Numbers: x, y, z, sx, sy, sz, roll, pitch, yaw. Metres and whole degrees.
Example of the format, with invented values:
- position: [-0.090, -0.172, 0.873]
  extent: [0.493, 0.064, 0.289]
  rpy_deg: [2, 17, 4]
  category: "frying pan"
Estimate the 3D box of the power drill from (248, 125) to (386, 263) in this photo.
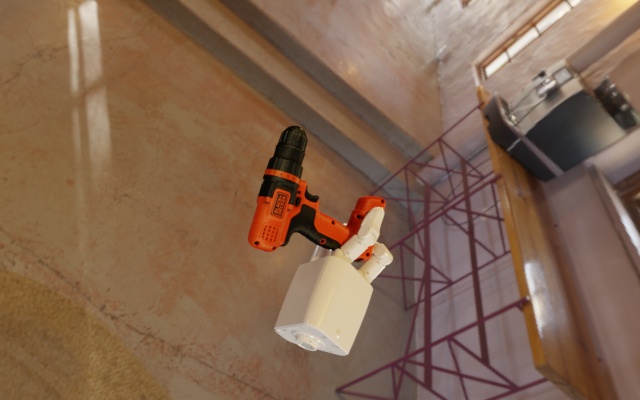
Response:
- position: [0.000, 0.003, 0.701]
  extent: [0.188, 0.184, 0.057]
  rpy_deg: [20, -7, -21]
  category: "power drill"
